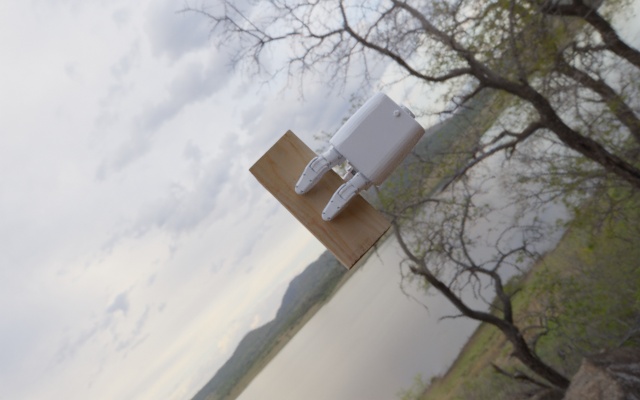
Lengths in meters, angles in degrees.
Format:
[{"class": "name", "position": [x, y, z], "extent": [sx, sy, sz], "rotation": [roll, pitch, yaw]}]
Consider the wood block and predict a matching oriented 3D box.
[{"class": "wood block", "position": [0.000, 0.002, 0.729], "extent": [0.206, 0.090, 0.091], "rotation": [44, -4, 10]}]
